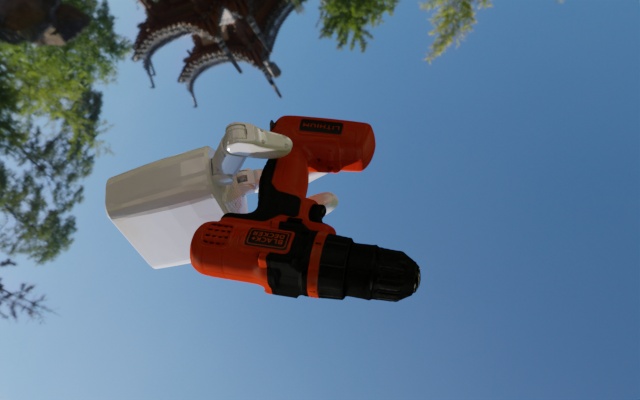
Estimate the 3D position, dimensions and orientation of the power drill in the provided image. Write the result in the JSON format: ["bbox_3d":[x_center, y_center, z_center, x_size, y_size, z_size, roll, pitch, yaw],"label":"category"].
[{"bbox_3d":[0.000,0.001,0.425,0.184,0.057,0.187,8,45,9],"label":"power drill"}]
